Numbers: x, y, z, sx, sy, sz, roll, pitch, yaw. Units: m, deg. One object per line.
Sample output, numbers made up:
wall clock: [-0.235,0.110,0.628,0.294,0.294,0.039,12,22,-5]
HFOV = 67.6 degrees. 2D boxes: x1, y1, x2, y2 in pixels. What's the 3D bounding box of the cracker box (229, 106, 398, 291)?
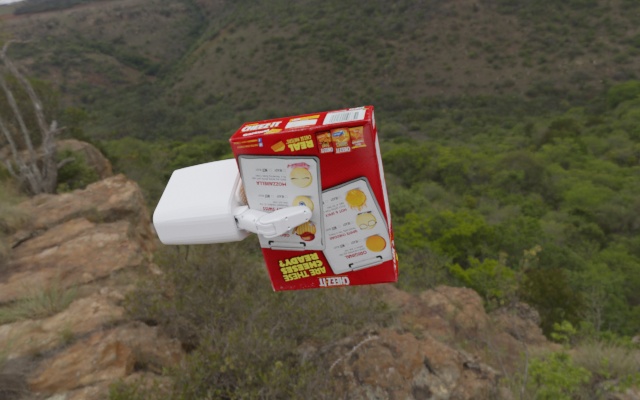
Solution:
cracker box: [0.000,0.002,0.588,0.164,0.214,0.072,-6,26,13]
